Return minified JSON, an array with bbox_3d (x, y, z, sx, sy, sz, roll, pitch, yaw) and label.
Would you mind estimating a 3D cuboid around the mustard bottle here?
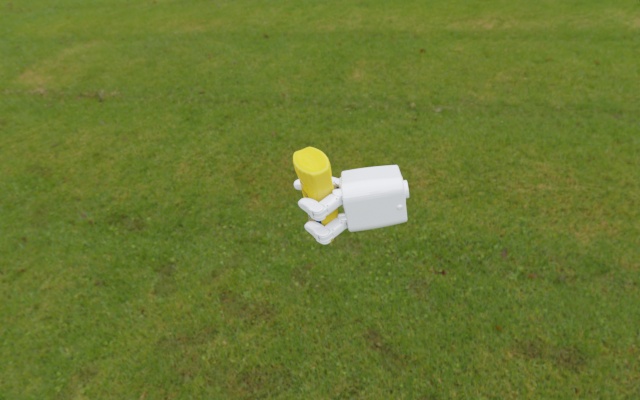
[{"bbox_3d":[0.000,0.003,0.880,0.058,0.192,0.096,-23,38,-13],"label":"mustard bottle"}]
